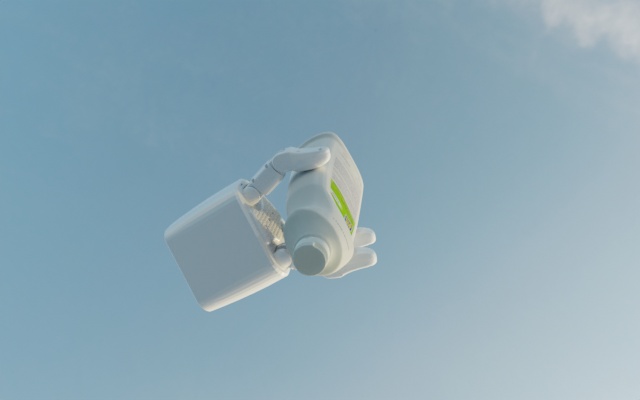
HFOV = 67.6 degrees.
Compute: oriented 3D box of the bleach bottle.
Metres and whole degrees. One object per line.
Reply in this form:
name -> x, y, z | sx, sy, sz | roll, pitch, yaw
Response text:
bleach bottle -> 0.000, 0.002, 0.514 | 0.068, 0.102, 0.250 | -28, 14, 15
